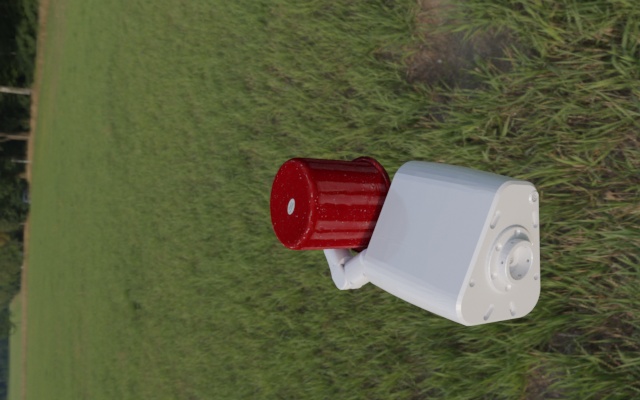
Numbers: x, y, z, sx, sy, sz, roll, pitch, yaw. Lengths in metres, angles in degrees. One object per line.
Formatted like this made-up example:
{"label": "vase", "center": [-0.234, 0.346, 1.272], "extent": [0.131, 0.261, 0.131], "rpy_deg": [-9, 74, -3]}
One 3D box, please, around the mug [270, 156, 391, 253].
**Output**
{"label": "mug", "center": [-0.001, 0.001, 0.447], "extent": [0.081, 0.093, 0.117], "rpy_deg": [1, 9, -32]}
